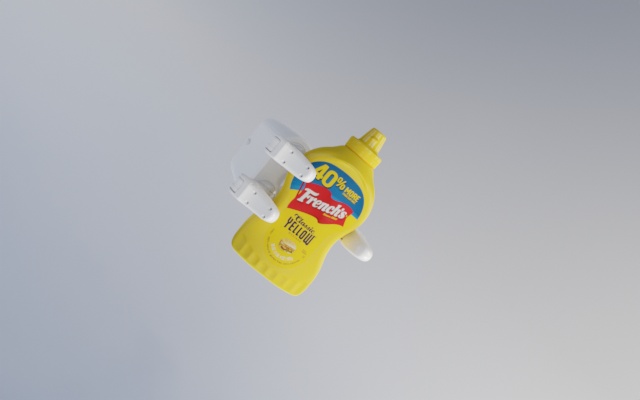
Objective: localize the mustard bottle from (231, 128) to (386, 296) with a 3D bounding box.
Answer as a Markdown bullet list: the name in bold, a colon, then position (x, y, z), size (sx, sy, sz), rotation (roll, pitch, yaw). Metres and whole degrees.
- **mustard bottle**: position (0.000, 0.002, 0.506), size (0.096, 0.191, 0.058), rotation (40, 6, -6)
